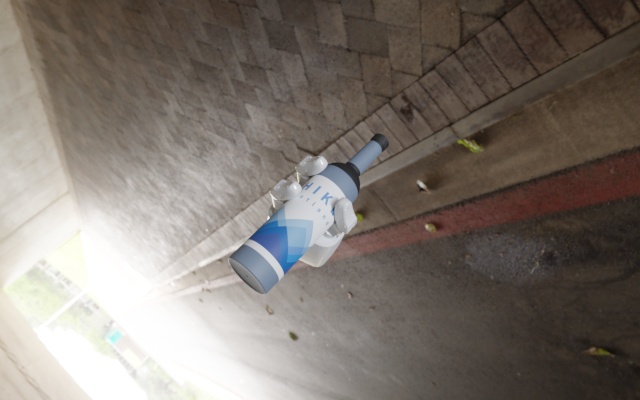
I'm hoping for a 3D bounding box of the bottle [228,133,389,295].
[{"bbox_3d":[0.000,0.002,0.666,0.295,0.069,0.069,-45,23,-26],"label":"bottle"}]
